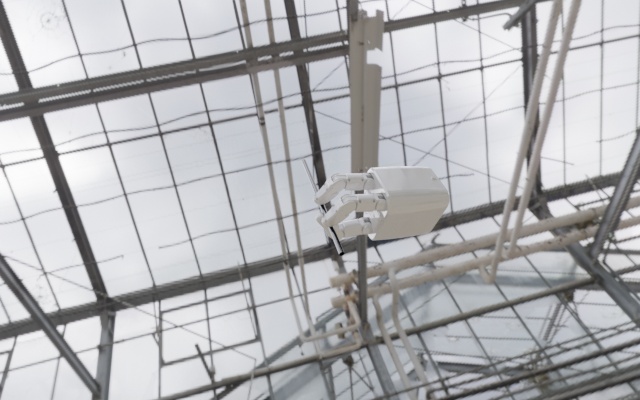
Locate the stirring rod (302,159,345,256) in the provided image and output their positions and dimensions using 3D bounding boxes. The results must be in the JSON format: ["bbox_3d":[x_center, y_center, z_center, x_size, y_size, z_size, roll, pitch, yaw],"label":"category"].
[{"bbox_3d":[0.000,0.003,0.766,0.011,0.011,0.239,0,37,-18],"label":"stirring rod"}]
